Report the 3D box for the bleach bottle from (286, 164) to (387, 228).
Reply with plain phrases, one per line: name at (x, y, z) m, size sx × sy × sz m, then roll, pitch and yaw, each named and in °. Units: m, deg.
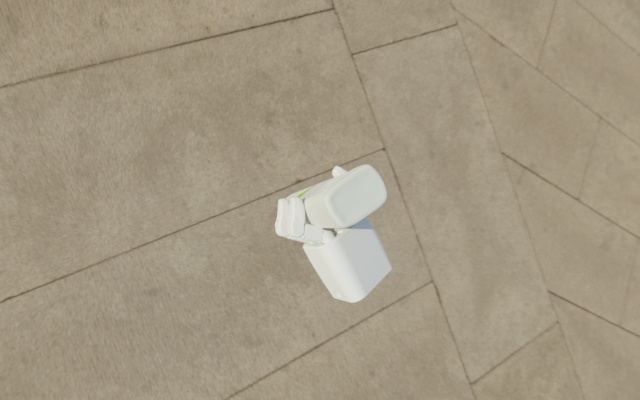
bleach bottle at (0.000, 0.003, 0.780) m, size 0.102 × 0.068 × 0.251 m, roll -34°, pitch 10°, yaw -22°
